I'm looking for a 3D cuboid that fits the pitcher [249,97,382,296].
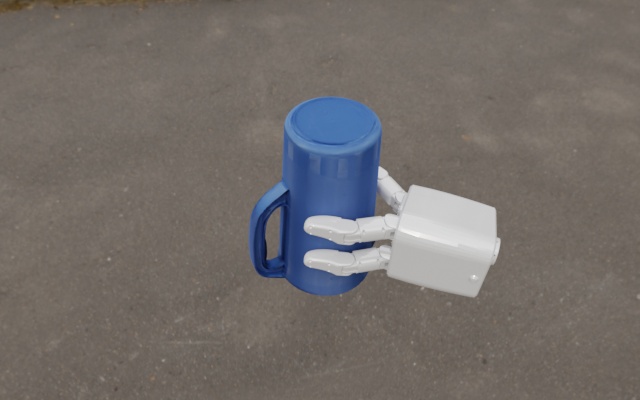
[{"bbox_3d":[0.000,0.002,0.596,0.145,0.243,0.149,16,46,14],"label":"pitcher"}]
